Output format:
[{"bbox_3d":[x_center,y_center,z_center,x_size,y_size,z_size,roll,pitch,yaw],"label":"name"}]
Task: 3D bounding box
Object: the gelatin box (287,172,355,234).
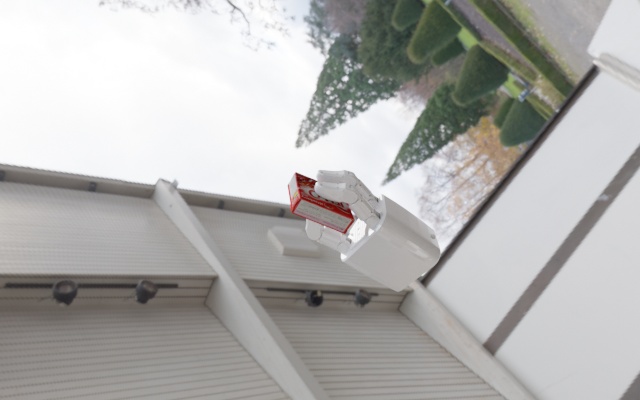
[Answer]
[{"bbox_3d":[0.000,0.002,0.676,0.089,0.030,0.073,22,27,-21],"label":"gelatin box"}]
